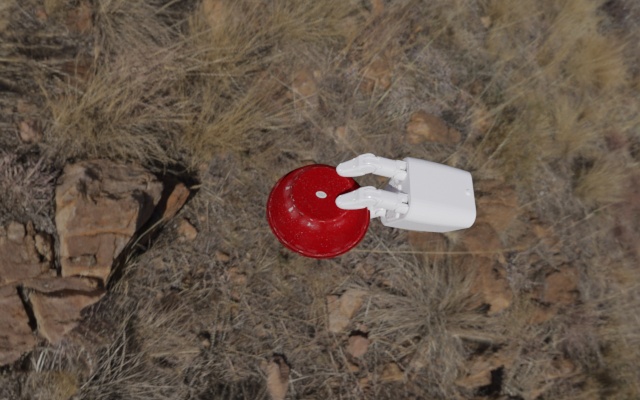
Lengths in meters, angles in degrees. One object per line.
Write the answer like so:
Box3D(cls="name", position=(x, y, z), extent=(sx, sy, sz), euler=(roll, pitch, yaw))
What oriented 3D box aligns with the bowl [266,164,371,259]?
Box3D(cls="bowl", position=(-0.001, 0.002, 0.711), extent=(0.162, 0.162, 0.055), euler=(0, -28, -6))
